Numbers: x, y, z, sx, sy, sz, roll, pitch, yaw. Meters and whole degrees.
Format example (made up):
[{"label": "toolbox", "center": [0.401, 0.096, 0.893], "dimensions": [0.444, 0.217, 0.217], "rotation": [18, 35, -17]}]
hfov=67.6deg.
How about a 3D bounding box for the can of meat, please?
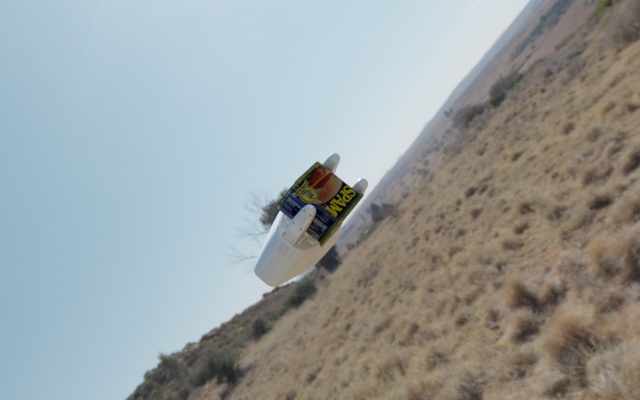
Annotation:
[{"label": "can of meat", "center": [0.000, 0.002, 0.667], "dimensions": [0.102, 0.084, 0.057], "rotation": [-46, -7, -48]}]
